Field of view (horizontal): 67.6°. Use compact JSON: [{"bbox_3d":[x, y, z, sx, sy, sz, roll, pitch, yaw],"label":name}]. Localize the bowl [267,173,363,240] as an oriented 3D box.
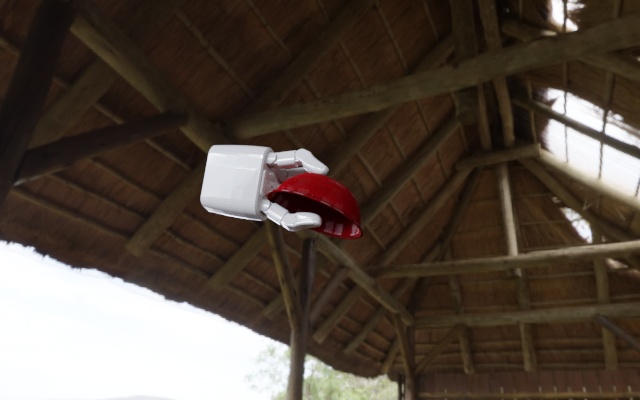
[{"bbox_3d":[0.002,0.003,0.752,0.162,0.055,0.162,21,-18,7],"label":"bowl"}]
